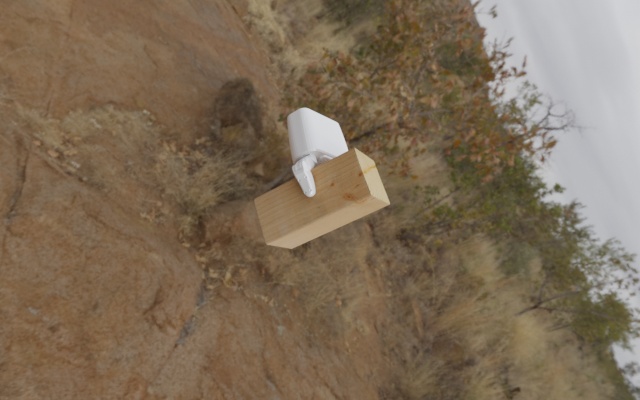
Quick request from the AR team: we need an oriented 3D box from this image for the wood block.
[{"bbox_3d":[0.000,0.002,0.829,0.206,0.090,0.091,-26,-22,21],"label":"wood block"}]
